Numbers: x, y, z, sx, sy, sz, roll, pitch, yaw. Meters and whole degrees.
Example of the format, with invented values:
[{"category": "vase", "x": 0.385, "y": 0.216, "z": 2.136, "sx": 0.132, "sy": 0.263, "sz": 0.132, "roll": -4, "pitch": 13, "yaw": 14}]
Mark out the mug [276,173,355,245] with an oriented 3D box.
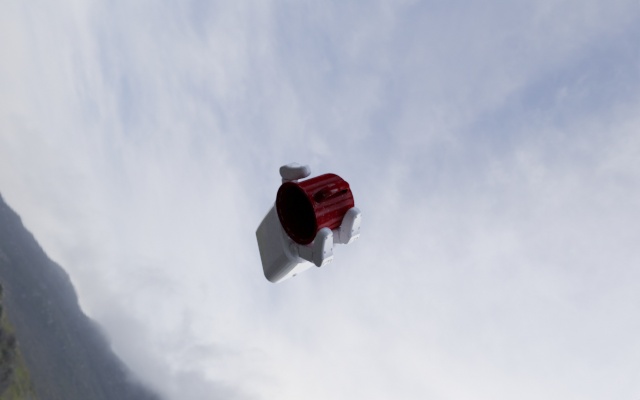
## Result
[{"category": "mug", "x": 0.001, "y": 0.001, "z": 0.682, "sx": 0.081, "sy": 0.093, "sz": 0.117, "roll": -20, "pitch": -15, "yaw": -37}]
